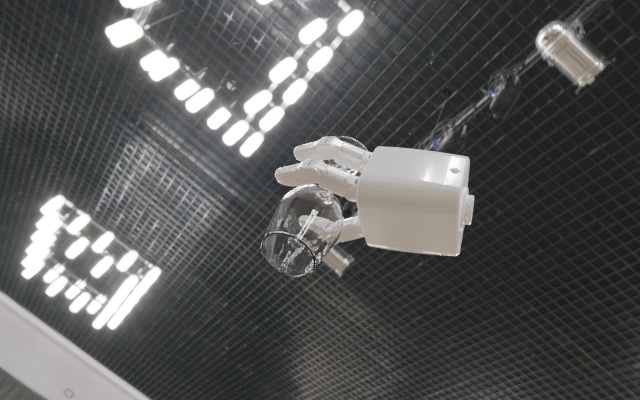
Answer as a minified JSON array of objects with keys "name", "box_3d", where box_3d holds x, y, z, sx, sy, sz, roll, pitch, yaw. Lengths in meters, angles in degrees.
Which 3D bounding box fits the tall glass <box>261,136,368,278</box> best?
[{"name":"tall glass","box_3d":[0.000,0.002,0.571,0.079,0.079,0.201,0,34,25]}]
